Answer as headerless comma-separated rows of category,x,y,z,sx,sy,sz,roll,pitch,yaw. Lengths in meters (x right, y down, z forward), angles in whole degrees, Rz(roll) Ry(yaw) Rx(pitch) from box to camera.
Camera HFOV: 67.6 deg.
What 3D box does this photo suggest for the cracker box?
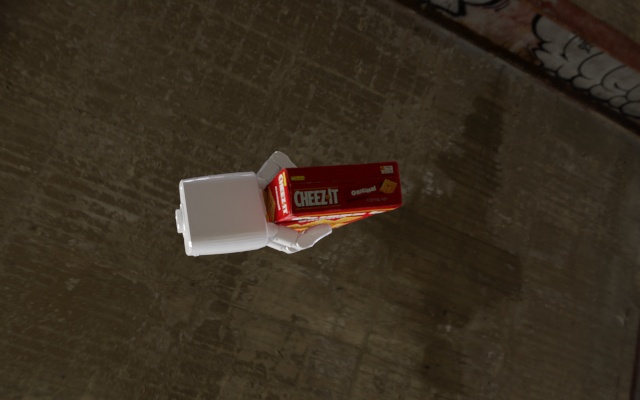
cracker box,0.000,0.002,0.719,0.164,0.072,0.214,-5,-8,-20
